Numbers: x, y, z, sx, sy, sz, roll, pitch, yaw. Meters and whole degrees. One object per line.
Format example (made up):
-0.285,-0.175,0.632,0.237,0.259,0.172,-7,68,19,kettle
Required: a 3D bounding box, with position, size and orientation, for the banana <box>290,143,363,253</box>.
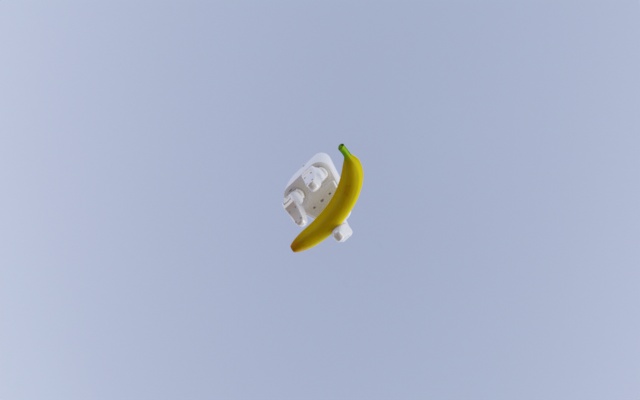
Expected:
0.018,0.005,0.751,0.069,0.198,0.037,18,22,-17,banana
